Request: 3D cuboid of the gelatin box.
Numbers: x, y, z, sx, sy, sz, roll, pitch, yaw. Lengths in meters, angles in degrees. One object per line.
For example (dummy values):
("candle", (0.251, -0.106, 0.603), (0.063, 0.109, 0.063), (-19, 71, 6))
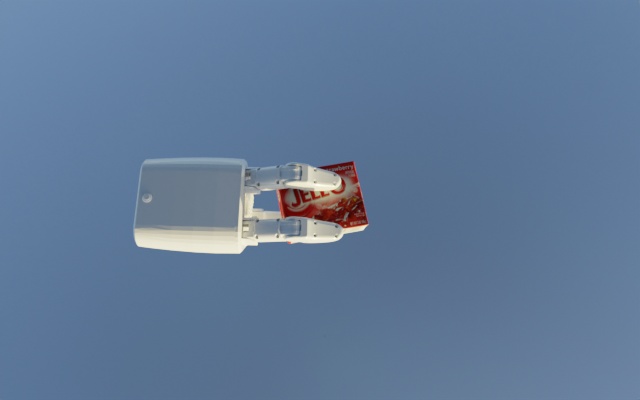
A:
("gelatin box", (0.000, 0.002, 0.515), (0.089, 0.073, 0.030), (-10, -14, -11))
